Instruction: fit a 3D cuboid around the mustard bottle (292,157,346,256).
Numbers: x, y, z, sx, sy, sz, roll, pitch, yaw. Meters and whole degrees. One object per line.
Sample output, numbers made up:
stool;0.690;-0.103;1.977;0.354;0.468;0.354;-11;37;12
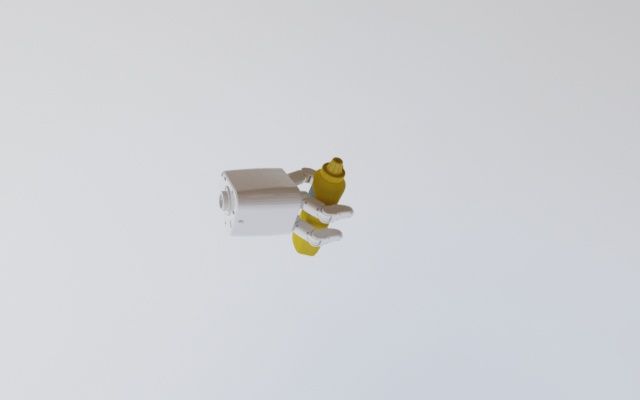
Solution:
mustard bottle;0.000;0.003;0.832;0.058;0.192;0.096;15;40;-8
